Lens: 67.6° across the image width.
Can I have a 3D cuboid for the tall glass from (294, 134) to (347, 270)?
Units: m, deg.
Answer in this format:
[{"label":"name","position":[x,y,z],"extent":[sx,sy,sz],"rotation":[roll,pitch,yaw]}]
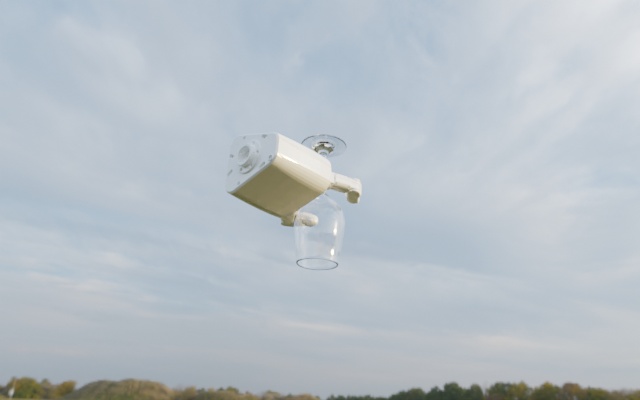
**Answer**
[{"label":"tall glass","position":[0.000,0.002,0.737],"extent":[0.079,0.201,0.079],"rotation":[2,-23,1]}]
